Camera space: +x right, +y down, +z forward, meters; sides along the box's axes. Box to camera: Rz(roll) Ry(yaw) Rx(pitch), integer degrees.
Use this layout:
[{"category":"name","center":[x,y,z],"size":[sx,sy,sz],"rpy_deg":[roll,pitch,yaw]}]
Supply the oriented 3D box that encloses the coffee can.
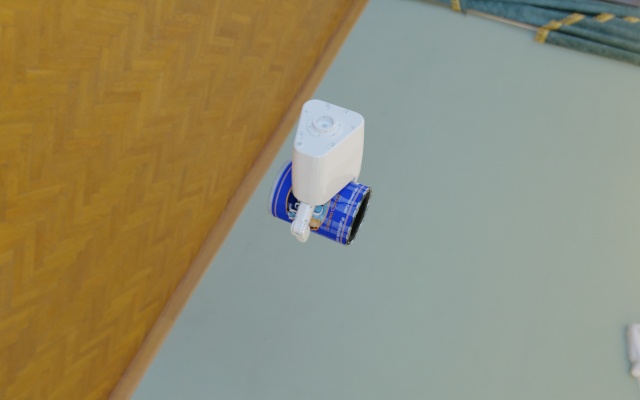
[{"category":"coffee can","center":[0.000,0.003,0.775],"size":[0.140,0.103,0.103],"rpy_deg":[21,5,13]}]
